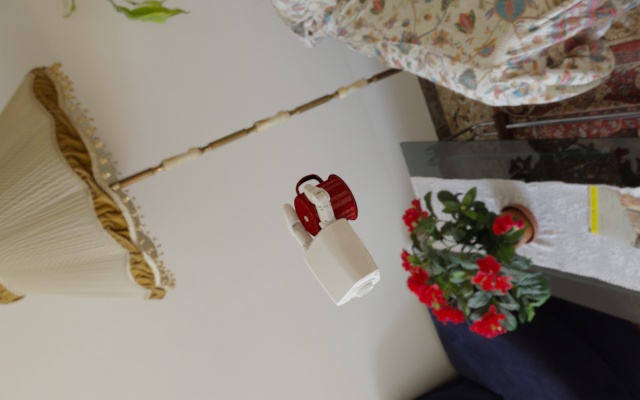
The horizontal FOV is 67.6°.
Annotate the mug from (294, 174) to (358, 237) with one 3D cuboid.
[{"bbox_3d":[-0.001,0.002,0.844,0.081,0.117,0.093,-28,-21,-20],"label":"mug"}]
